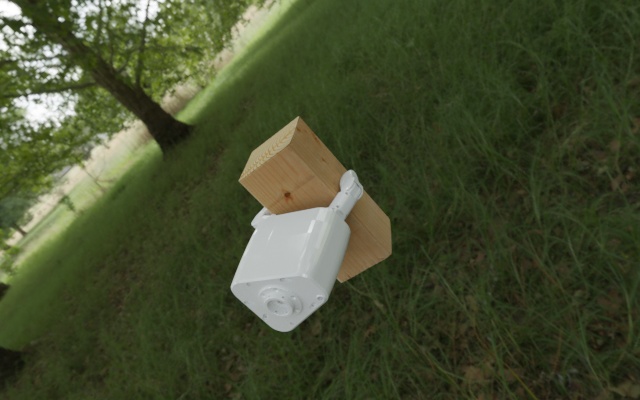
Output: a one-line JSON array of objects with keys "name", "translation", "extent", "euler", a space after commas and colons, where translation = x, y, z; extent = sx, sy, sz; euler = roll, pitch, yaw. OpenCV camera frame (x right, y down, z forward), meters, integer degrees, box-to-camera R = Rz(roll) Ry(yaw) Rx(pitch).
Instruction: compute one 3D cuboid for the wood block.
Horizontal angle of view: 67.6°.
[{"name": "wood block", "translation": [0.000, 0.002, 0.652], "extent": [0.091, 0.206, 0.090], "euler": [-33, 23, 24]}]
